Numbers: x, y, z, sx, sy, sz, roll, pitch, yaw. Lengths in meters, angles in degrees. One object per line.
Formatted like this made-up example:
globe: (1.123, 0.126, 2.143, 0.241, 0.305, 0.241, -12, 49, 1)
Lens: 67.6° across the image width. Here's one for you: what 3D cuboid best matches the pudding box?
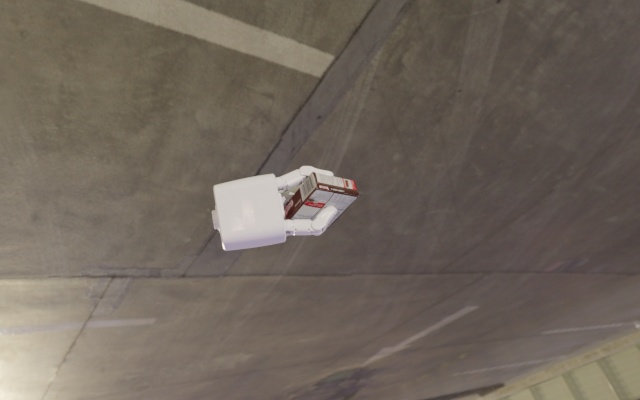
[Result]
pudding box: (0.000, 0.003, 0.844, 0.090, 0.039, 0.113, 9, -38, -31)
